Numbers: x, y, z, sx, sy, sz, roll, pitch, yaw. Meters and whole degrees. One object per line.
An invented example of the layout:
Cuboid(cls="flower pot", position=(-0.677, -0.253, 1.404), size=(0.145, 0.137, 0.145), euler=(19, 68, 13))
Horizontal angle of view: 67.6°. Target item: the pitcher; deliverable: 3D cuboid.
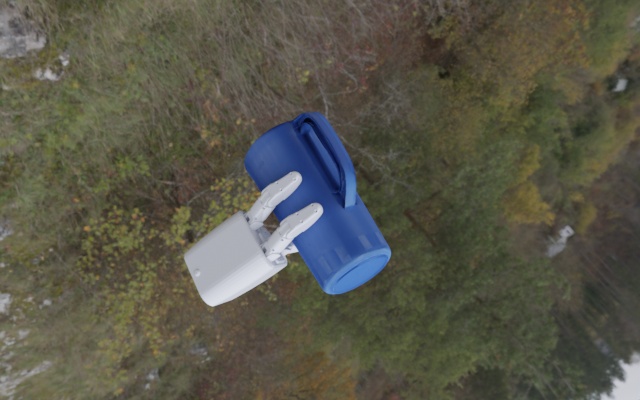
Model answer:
Cuboid(cls="pitcher", position=(0.000, 0.002, 0.690), size=(0.145, 0.242, 0.149), euler=(-34, -25, 4))
